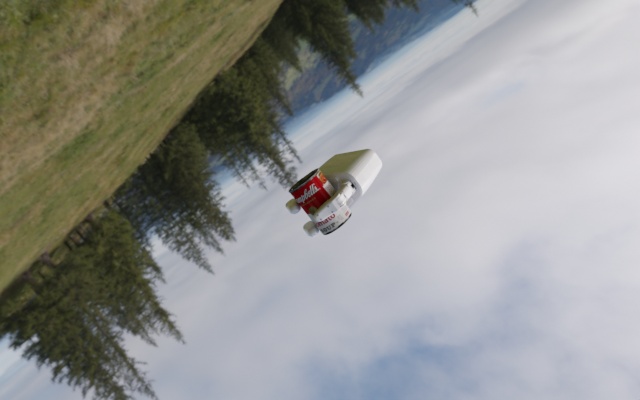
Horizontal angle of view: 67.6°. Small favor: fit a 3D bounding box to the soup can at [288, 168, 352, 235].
[{"bbox_3d":[0.000,0.003,0.855,0.068,0.102,0.068,-36,11,8],"label":"soup can"}]
